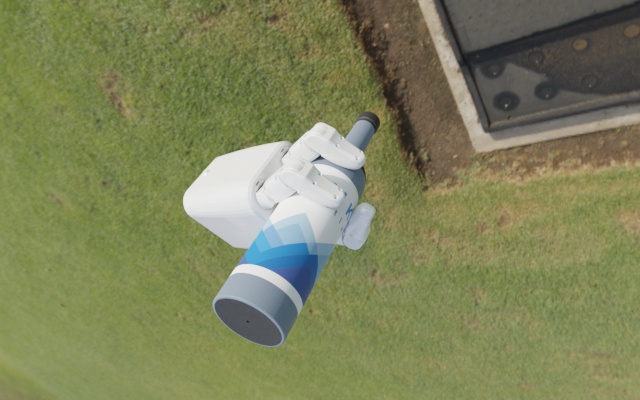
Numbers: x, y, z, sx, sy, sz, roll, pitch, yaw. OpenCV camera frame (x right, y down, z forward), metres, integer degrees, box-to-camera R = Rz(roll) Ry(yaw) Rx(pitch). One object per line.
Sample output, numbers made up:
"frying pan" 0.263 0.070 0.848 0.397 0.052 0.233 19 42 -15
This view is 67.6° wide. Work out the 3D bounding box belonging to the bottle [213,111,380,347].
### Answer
"bottle" 0.000 0.002 0.478 0.069 0.069 0.295 0 41 32
